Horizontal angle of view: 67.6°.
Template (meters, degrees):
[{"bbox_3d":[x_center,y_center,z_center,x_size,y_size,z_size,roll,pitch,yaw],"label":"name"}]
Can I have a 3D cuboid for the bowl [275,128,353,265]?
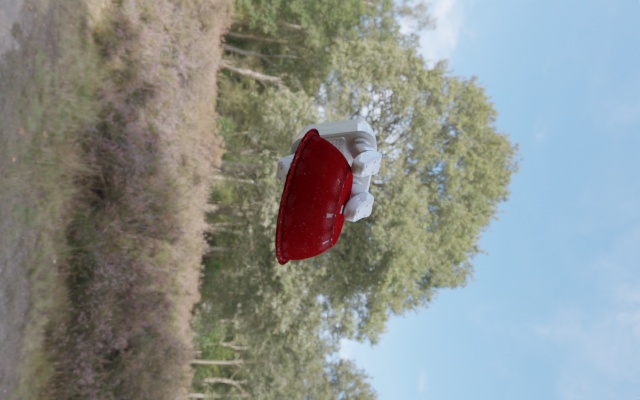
[{"bbox_3d":[0.000,0.003,0.547,0.055,0.162,0.162,14,2,10],"label":"bowl"}]
